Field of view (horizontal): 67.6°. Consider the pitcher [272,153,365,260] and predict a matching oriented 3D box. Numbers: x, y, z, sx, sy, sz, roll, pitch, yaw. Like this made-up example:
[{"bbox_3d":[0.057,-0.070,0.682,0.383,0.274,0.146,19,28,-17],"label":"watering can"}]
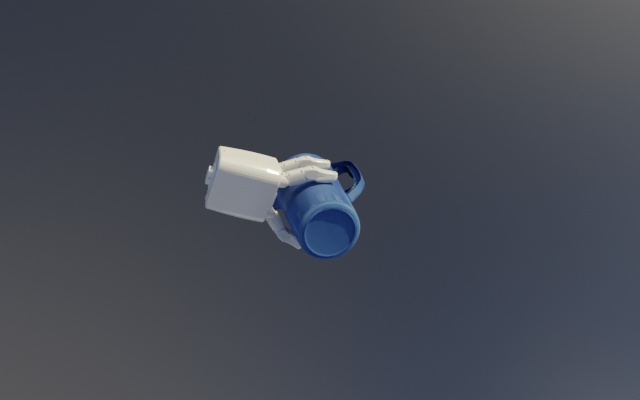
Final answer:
[{"bbox_3d":[0.000,0.003,0.886,0.145,0.149,0.242,15,18,-19],"label":"pitcher"}]
